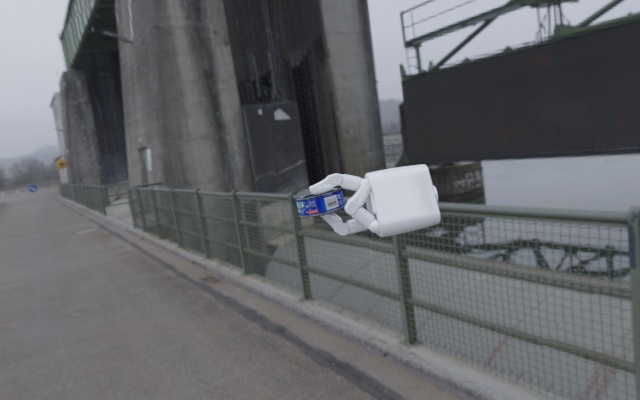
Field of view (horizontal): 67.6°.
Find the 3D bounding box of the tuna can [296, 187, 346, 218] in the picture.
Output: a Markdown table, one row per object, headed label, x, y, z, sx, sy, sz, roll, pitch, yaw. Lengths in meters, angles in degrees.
| label | x | y | z | sx | sy | sz | roll | pitch | yaw |
| --- | --- | --- | --- | --- | --- | --- | --- | --- | --- |
| tuna can | 0.000 | 0.002 | 0.855 | 0.086 | 0.034 | 0.086 | -13 | 7 | 2 |
